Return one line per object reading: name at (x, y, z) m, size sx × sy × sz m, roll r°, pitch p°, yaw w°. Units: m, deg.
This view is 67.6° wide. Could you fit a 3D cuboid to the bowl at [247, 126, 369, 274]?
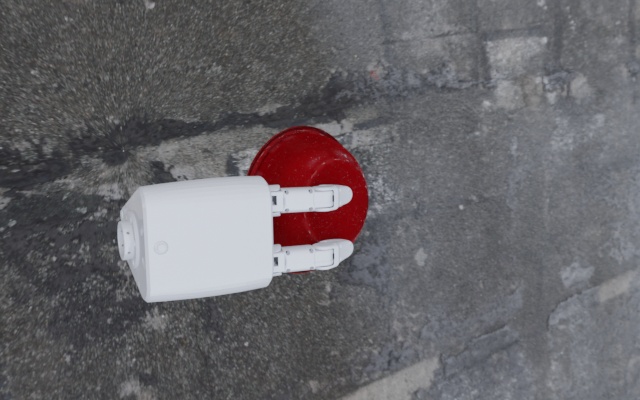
bowl at (0.001, 0.001, 0.505) m, size 0.162 × 0.162 × 0.055 m, roll 0°, pitch 4°, yaw -42°
